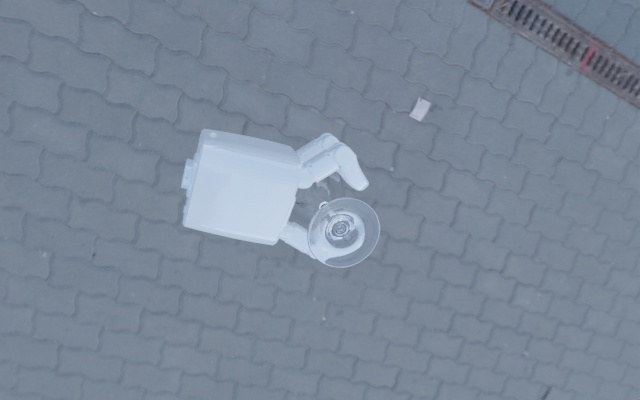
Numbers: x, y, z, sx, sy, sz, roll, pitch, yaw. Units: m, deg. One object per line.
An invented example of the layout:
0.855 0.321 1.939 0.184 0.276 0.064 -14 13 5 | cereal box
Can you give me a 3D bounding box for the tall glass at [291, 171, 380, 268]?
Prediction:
0.000 0.002 0.559 0.079 0.079 0.201 0 18 -14 | tall glass
